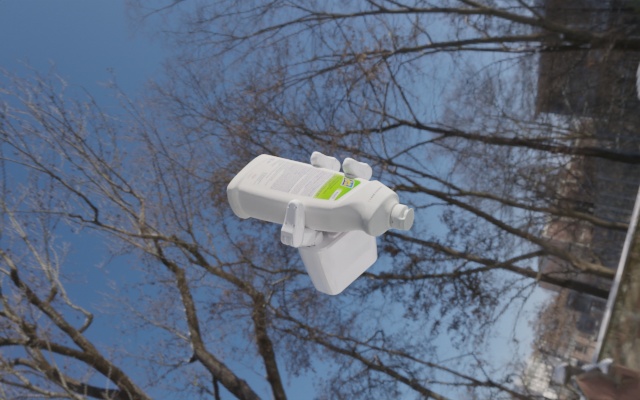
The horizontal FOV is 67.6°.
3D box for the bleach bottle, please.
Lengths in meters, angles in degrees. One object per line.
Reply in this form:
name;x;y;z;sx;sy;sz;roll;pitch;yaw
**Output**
bleach bottle;0.000;0.002;0.640;0.251;0.068;0.102;14;48;31
